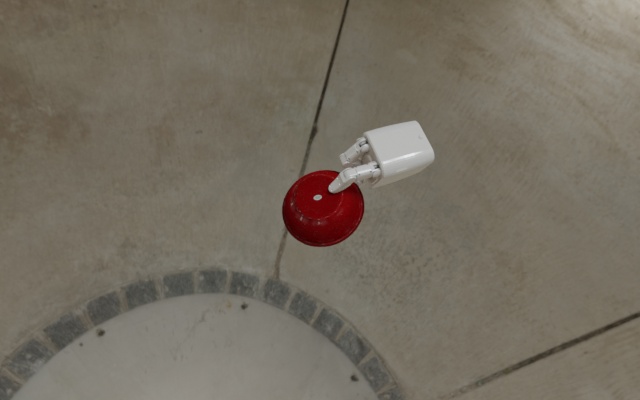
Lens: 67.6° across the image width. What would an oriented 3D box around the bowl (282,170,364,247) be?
[{"bbox_3d":[-0.001,0.004,0.897,0.162,0.162,0.055,0,-24,11],"label":"bowl"}]
